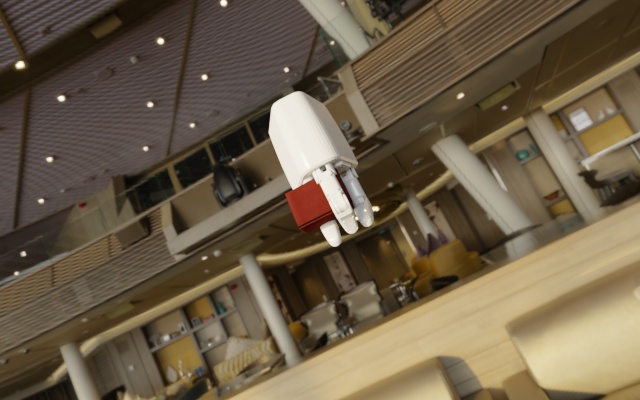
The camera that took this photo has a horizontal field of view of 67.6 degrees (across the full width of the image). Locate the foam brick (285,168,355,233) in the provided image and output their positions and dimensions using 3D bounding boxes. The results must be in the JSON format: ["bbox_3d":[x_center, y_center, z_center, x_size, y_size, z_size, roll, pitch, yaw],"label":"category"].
[{"bbox_3d":[0.000,0.002,0.636,0.078,0.051,0.053,-27,-14,2],"label":"foam brick"}]
